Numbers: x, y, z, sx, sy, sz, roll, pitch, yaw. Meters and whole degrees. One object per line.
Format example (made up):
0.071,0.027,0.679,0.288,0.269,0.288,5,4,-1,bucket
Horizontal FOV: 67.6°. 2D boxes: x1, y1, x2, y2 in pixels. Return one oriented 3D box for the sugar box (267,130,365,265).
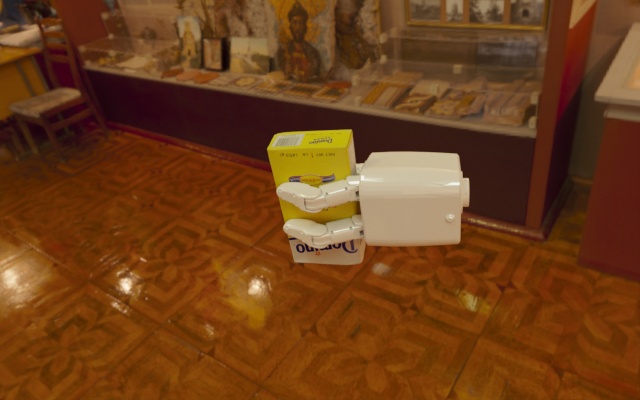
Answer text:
0.000,0.002,0.579,0.093,0.176,0.048,0,35,15,sugar box
